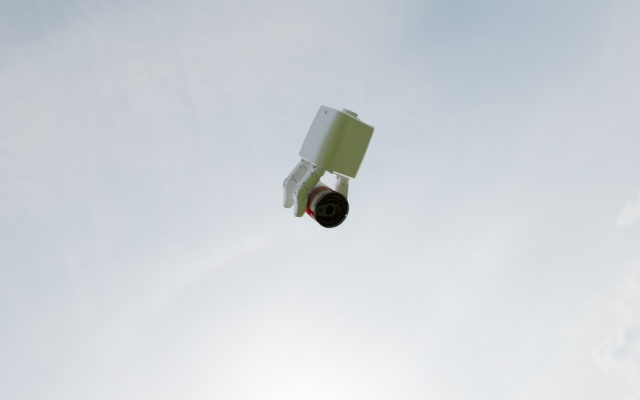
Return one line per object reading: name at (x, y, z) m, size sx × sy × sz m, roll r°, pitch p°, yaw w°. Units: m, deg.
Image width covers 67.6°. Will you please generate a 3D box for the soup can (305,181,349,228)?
soup can at (0.000, 0.003, 0.888) m, size 0.068 × 0.068 × 0.102 m, roll 0°, pitch 17°, yaw -26°
